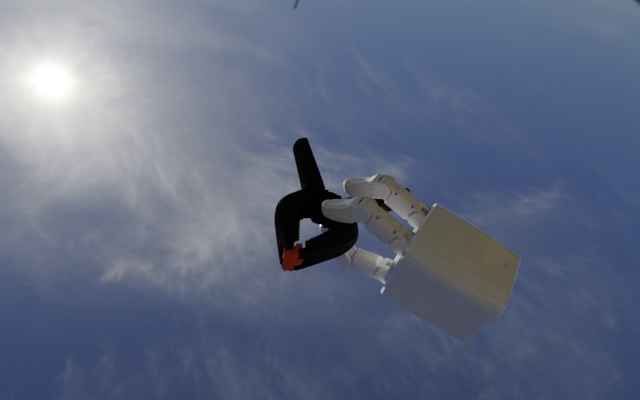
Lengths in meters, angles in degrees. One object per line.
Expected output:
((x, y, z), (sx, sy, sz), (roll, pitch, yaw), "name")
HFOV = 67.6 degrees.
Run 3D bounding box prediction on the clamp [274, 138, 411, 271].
((0.000, 0.003, 0.549), (0.164, 0.036, 0.210), (31, 39, 13), "clamp")
